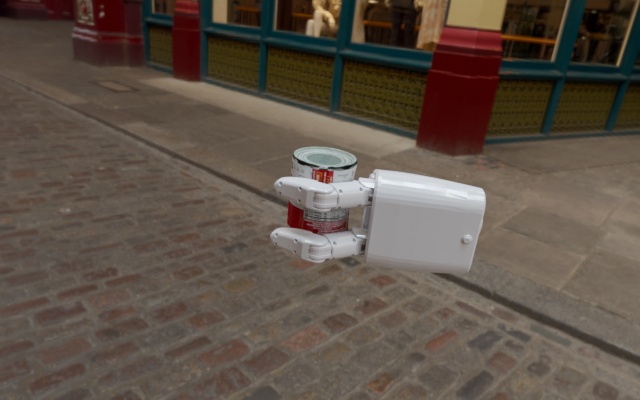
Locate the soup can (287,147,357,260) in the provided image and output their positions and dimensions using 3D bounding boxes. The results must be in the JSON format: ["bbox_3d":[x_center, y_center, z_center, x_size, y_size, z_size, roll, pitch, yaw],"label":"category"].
[{"bbox_3d":[0.000,0.001,0.502,0.068,0.102,0.068,5,22,-2],"label":"soup can"}]
